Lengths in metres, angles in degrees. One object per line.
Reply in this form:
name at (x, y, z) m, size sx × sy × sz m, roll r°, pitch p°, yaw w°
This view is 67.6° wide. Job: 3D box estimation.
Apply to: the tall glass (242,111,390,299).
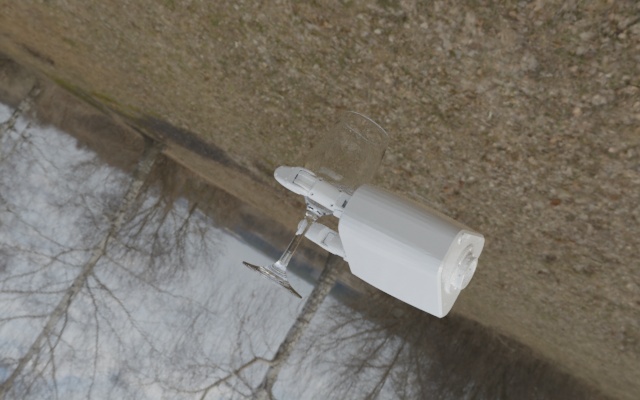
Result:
tall glass at (0.000, 0.002, 0.522) m, size 0.079 × 0.201 × 0.079 m, roll 30°, pitch -9°, yaw 5°
